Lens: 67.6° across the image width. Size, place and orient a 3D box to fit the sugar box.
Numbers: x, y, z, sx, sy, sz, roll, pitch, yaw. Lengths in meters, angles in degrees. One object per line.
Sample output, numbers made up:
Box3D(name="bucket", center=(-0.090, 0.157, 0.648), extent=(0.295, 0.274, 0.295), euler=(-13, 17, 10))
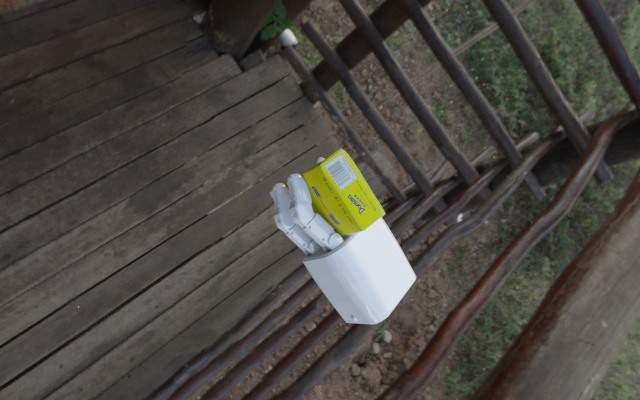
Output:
Box3D(name="sugar box", center=(0.000, 0.002, 0.615), extent=(0.048, 0.093, 0.176), euler=(-35, 6, -28))
